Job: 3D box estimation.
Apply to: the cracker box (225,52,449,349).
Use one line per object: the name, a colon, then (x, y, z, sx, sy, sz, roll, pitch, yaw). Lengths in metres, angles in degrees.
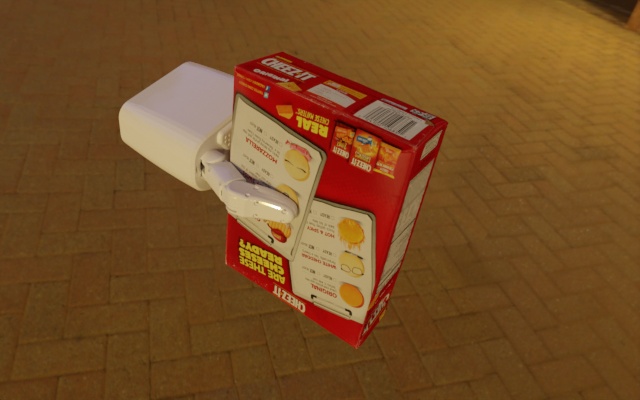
cracker box: (0.000, 0.001, 0.421, 0.164, 0.214, 0.072, 28, 40, 23)
